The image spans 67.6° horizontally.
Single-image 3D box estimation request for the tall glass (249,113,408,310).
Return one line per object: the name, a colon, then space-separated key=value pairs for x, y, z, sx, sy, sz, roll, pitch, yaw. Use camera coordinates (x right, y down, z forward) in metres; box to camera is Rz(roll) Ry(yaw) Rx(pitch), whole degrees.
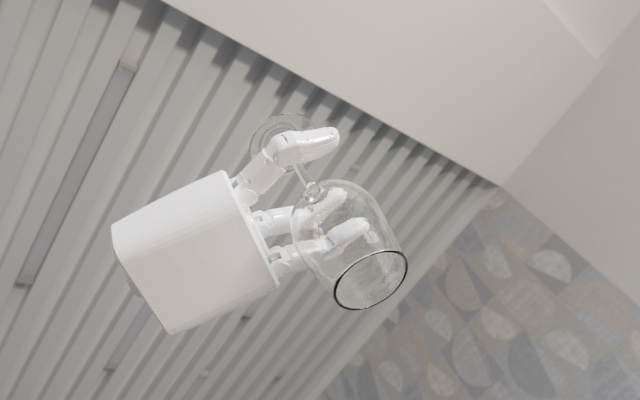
tall glass: x=0.000 y=0.001 z=0.422 sx=0.079 sy=0.079 sz=0.201 roll=0 pitch=36 yaw=-29
